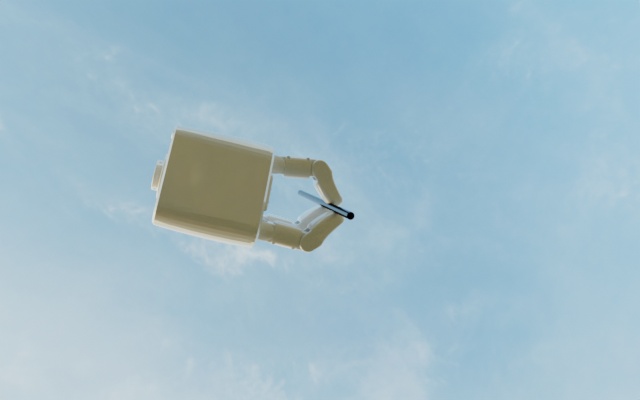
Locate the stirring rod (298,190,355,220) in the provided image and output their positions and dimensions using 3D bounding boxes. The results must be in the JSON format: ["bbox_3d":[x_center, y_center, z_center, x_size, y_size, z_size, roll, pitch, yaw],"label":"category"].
[{"bbox_3d":[0.000,0.002,0.584,0.011,0.011,0.239,0,6,-14],"label":"stirring rod"}]
